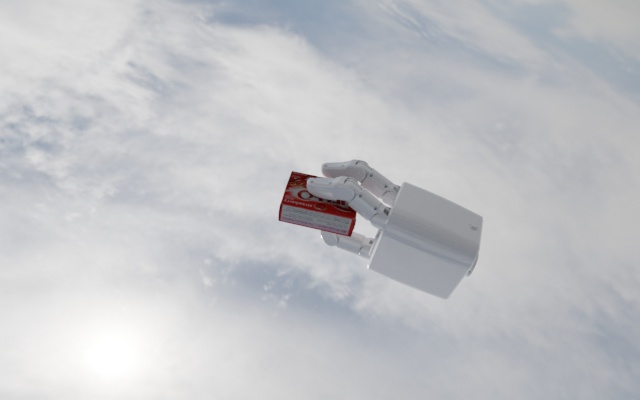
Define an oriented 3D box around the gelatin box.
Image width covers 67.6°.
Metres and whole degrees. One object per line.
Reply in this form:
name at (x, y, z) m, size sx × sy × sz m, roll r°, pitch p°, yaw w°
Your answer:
gelatin box at (0.000, 0.002, 0.572) m, size 0.089 × 0.030 × 0.073 m, roll 12°, pitch 35°, yaw 0°
